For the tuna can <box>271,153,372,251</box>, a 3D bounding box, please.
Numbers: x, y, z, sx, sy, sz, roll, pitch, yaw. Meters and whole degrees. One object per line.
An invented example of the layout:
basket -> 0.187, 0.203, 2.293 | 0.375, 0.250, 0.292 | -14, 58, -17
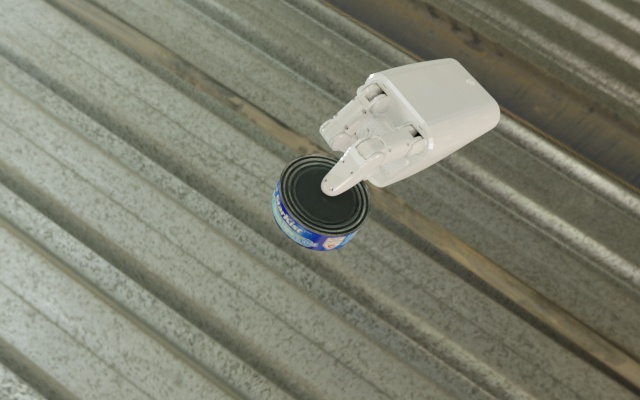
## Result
tuna can -> 0.000, 0.002, 0.429 | 0.086, 0.086, 0.034 | 0, -32, -23
